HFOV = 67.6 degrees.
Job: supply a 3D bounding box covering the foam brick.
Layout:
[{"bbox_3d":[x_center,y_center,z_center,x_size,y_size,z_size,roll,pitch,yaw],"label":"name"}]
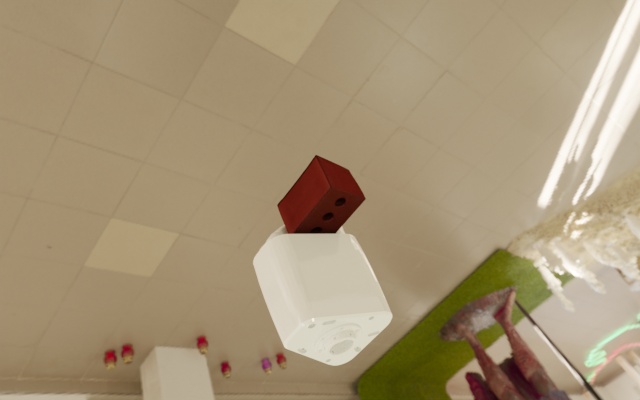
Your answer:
[{"bbox_3d":[0.000,0.001,0.517,0.053,0.078,0.051,18,32,-38],"label":"foam brick"}]
